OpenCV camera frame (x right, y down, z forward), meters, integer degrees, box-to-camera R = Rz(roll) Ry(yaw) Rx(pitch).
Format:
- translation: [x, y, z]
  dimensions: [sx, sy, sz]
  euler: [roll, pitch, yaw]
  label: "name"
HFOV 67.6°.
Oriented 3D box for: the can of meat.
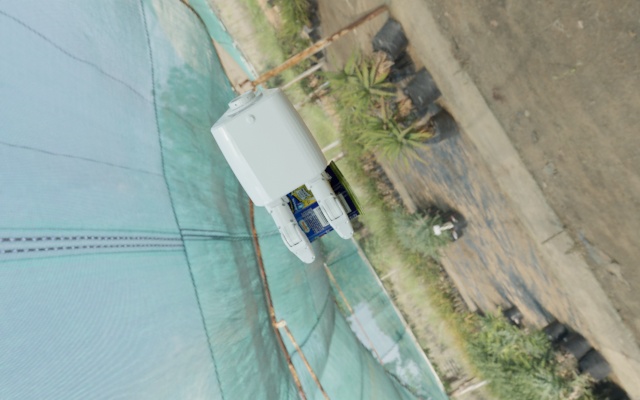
- translation: [0.000, 0.002, 0.613]
  dimensions: [0.084, 0.057, 0.102]
  euler: [-30, 25, 2]
  label: "can of meat"
